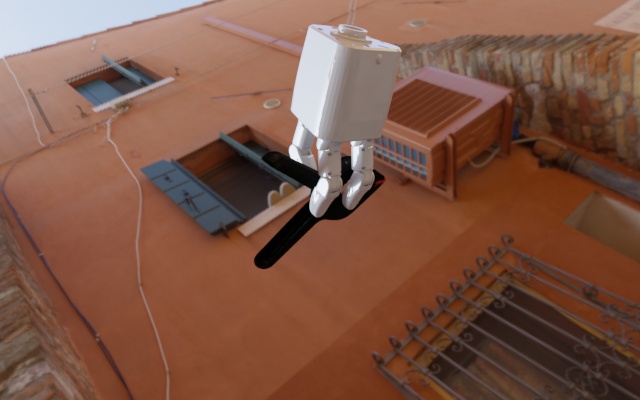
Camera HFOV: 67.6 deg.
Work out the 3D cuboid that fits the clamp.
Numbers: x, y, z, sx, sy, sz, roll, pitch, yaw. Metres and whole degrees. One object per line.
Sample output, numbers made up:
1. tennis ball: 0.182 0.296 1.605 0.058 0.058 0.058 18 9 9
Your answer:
1. clamp: 0.000 0.001 0.622 0.210 0.165 0.036 -13 40 -40
